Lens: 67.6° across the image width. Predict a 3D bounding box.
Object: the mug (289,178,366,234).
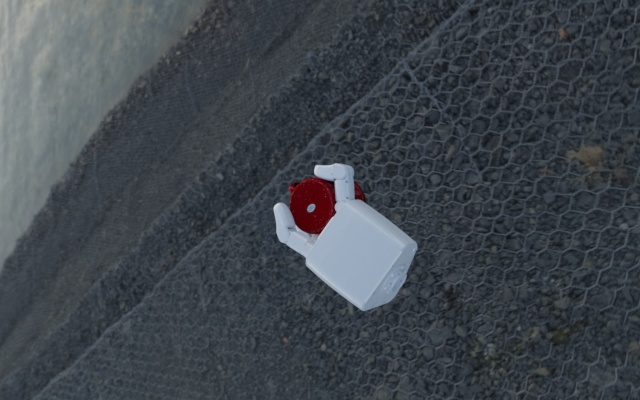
[{"bbox_3d":[-0.001,0.002,0.719,0.117,0.093,0.081,36,19,30],"label":"mug"}]
